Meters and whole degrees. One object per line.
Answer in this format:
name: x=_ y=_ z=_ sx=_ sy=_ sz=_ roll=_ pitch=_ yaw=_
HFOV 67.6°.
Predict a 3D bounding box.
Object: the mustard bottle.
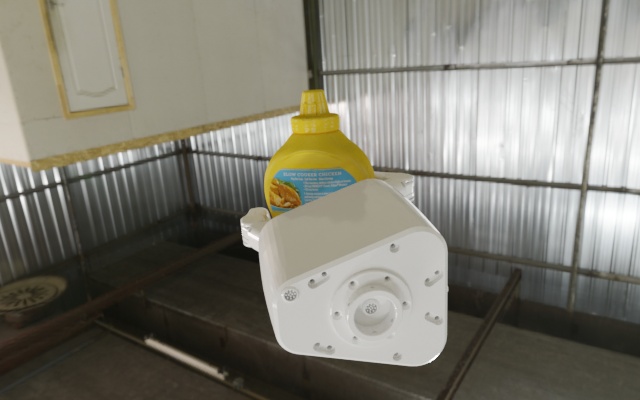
mustard bottle: x=0.000 y=0.002 z=0.419 sx=0.096 sy=0.192 sz=0.058 roll=1 pitch=17 yaw=15
